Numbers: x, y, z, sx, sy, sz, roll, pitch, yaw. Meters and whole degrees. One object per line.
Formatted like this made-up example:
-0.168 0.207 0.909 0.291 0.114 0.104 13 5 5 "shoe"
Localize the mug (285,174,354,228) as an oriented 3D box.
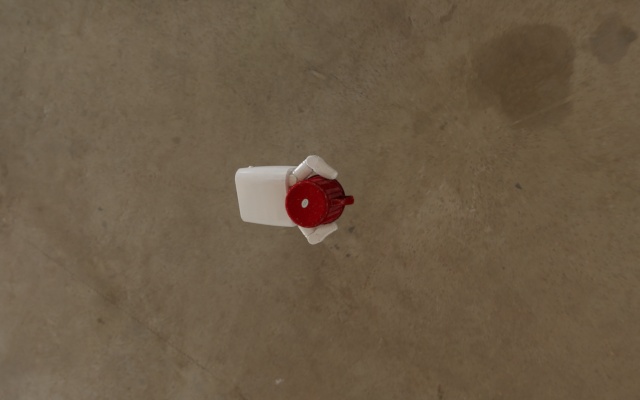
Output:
0.001 0.003 0.829 0.117 0.093 0.081 1 7 19 "mug"
